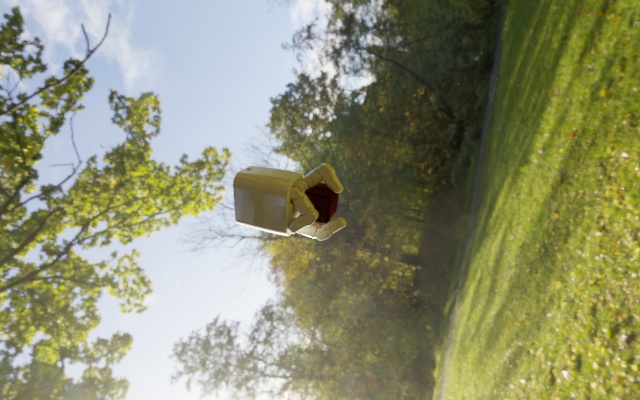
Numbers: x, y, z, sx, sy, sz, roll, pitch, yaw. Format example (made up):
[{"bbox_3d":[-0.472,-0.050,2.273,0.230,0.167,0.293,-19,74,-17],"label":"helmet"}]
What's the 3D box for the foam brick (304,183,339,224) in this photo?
[{"bbox_3d":[0.000,0.003,0.880,0.051,0.053,0.078,11,18,11],"label":"foam brick"}]
